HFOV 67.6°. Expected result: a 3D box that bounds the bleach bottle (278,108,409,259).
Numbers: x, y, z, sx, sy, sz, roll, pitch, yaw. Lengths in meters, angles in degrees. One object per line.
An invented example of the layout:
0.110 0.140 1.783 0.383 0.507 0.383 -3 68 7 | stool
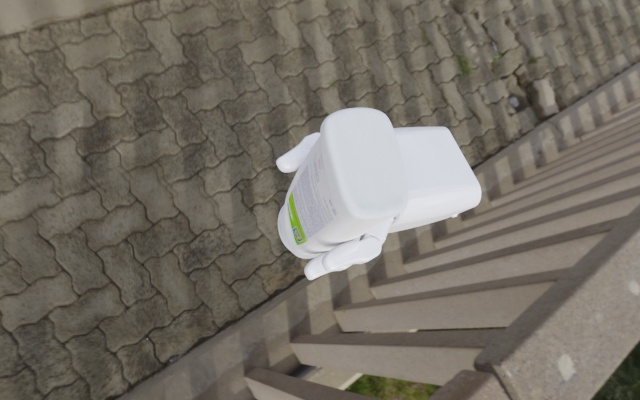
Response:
0.000 0.002 0.507 0.068 0.102 0.251 -8 -12 -22 | bleach bottle
